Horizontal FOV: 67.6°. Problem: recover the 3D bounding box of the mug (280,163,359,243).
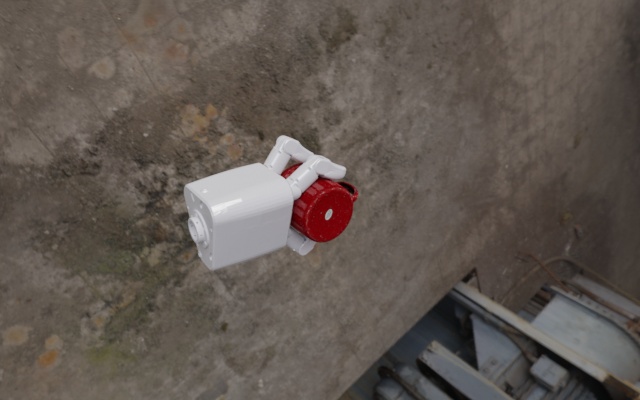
[{"bbox_3d":[0.001,0.002,0.655,0.117,0.093,0.081,-18,32,-30],"label":"mug"}]
